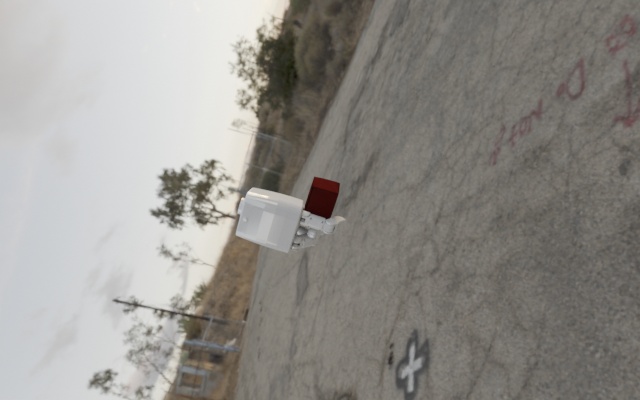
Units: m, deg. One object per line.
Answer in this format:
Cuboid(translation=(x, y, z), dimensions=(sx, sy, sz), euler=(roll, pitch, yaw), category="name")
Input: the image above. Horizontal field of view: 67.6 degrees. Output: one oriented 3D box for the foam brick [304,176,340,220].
Cuboid(translation=(0.000, 0.003, 0.898), dimensions=(0.051, 0.078, 0.053), euler=(17, 24, -3), category="foam brick")
